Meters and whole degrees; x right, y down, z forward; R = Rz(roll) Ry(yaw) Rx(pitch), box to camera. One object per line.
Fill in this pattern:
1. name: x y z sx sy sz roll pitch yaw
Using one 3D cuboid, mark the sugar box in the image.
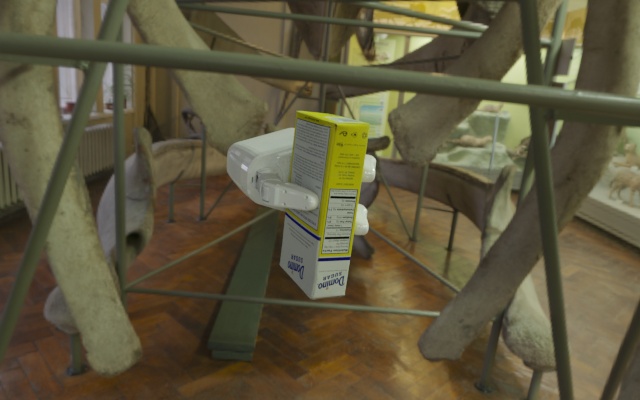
1. sugar box: 0.001 0.001 0.494 0.048 0.176 0.093 -2 17 -25
